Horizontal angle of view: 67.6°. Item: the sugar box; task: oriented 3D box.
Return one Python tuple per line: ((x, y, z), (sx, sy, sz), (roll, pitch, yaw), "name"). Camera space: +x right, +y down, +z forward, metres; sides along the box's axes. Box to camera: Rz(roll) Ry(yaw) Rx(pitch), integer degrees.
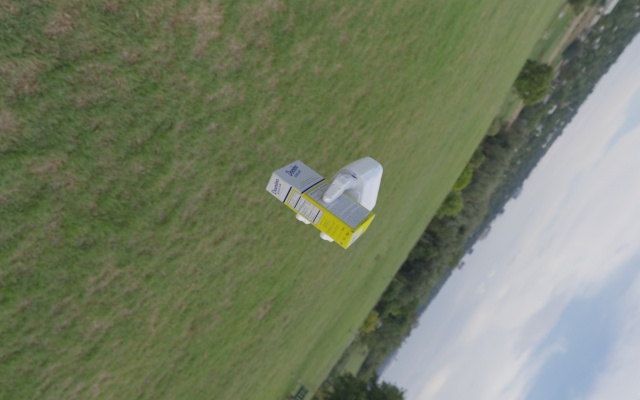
((0.000, 0.003, 0.836), (0.176, 0.048, 0.093), (34, 30, 14), "sugar box")
